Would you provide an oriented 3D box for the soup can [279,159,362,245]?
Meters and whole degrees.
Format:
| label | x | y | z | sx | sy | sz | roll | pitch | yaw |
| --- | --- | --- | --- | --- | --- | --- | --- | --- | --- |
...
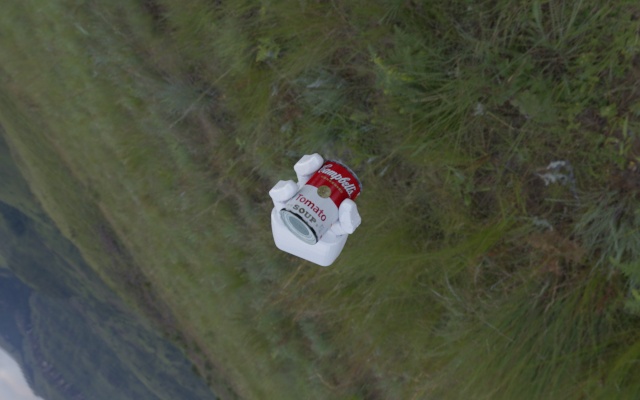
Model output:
| label | x | y | z | sx | sy | sz | roll | pitch | yaw |
| --- | --- | --- | --- | --- | --- | --- | --- | --- | --- |
| soup can | 0.000 | 0.002 | 0.653 | 0.102 | 0.068 | 0.068 | -48 | 23 | -23 |
